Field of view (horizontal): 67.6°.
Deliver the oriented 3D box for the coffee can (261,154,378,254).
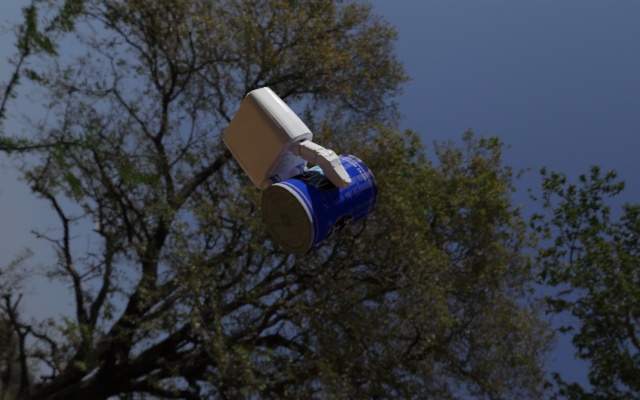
[{"bbox_3d":[0.000,0.002,0.692,0.140,0.103,0.103,-27,17,-38],"label":"coffee can"}]
